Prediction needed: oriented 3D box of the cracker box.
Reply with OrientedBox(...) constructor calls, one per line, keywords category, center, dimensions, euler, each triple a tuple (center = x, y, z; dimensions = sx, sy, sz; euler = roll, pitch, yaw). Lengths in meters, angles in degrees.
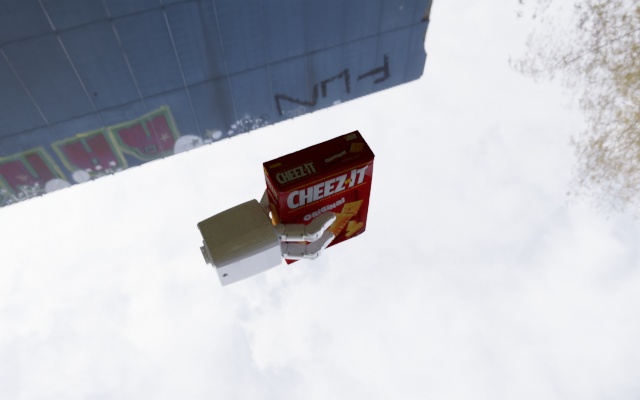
OrientedBox(category="cracker box", center=(0.000, 0.003, 0.796), dimensions=(0.164, 0.072, 0.214), euler=(-21, -34, -15))
